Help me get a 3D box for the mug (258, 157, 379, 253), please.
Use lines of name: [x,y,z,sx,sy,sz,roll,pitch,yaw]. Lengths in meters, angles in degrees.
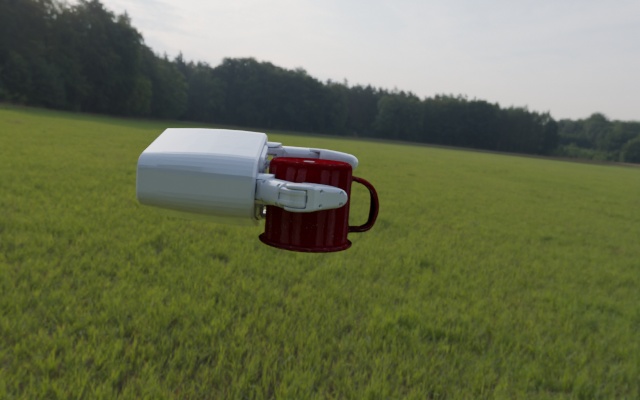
mug: [0.002,0.001,0.470,0.117,0.081,0.093,4,8,-3]
